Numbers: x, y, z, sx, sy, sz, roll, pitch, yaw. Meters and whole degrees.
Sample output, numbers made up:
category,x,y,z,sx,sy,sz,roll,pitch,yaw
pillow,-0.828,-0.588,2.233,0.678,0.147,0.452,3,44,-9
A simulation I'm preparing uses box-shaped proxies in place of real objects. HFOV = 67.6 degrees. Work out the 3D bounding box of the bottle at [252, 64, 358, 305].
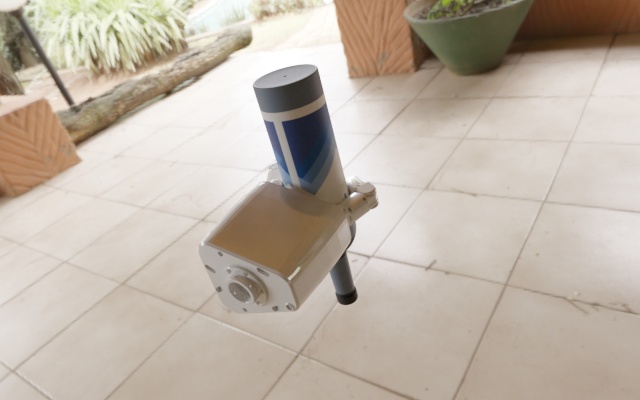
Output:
category,x,y,z,sx,sy,sz,roll,pitch,yaw
bottle,0.000,0.001,0.535,0.069,0.296,0.069,-12,30,7
